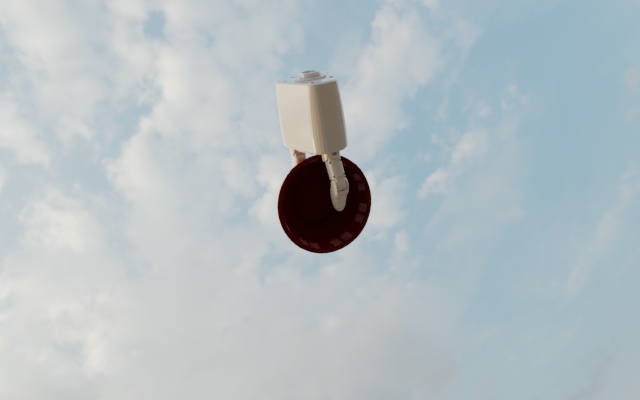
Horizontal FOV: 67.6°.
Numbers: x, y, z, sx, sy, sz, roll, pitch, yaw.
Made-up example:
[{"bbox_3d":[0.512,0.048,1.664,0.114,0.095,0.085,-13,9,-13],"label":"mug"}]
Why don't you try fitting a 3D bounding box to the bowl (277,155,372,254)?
[{"bbox_3d":[0.000,0.004,0.783,0.162,0.162,0.055,0,7,-22],"label":"bowl"}]
